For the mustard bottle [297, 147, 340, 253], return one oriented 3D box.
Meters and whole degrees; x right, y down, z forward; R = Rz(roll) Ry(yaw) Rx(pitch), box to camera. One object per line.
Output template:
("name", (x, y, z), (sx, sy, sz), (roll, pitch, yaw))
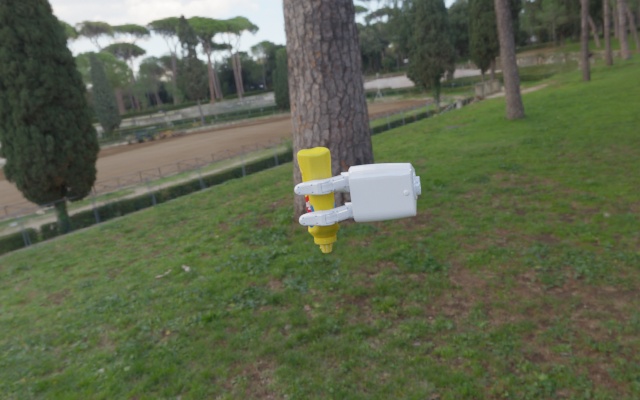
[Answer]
("mustard bottle", (0.000, 0.003, 0.869), (0.058, 0.192, 0.096), (-10, 13, -9))
